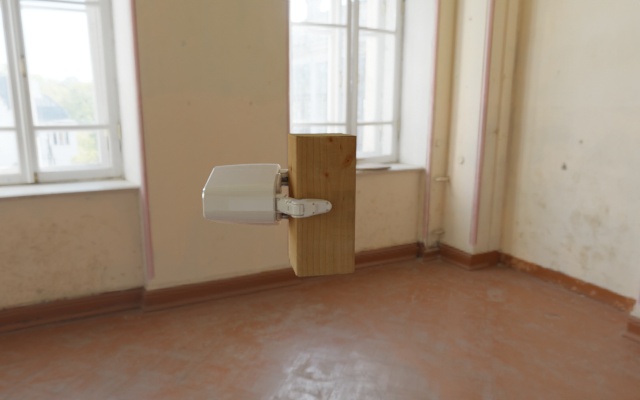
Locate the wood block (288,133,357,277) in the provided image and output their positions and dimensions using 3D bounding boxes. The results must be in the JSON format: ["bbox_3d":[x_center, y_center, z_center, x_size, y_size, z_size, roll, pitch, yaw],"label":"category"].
[{"bbox_3d":[0.000,0.002,0.732,0.090,0.206,0.091,-2,11,-12],"label":"wood block"}]
